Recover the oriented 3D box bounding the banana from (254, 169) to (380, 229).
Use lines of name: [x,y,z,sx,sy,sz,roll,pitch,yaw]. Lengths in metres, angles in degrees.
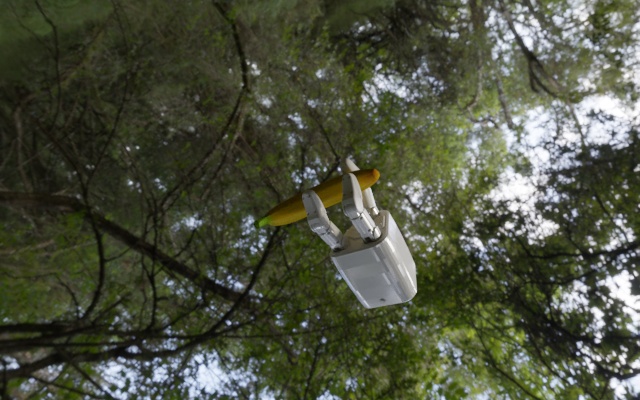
banana: [-0.002,-0.002,0.715,0.198,0.037,0.069,-25,13,10]
